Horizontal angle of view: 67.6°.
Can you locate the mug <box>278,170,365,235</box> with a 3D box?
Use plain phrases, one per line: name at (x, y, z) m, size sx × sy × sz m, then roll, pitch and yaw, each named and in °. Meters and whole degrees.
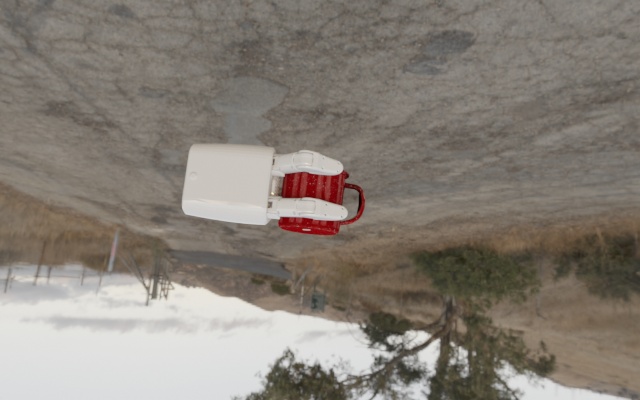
mug at (0.002, 0.002, 0.631) m, size 0.117 × 0.081 × 0.093 m, roll 6°, pitch -10°, yaw 3°
